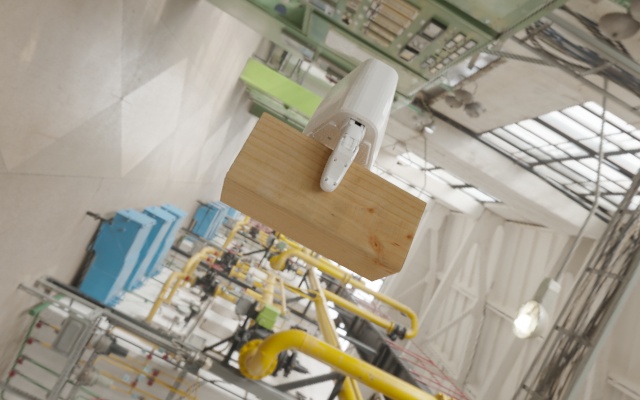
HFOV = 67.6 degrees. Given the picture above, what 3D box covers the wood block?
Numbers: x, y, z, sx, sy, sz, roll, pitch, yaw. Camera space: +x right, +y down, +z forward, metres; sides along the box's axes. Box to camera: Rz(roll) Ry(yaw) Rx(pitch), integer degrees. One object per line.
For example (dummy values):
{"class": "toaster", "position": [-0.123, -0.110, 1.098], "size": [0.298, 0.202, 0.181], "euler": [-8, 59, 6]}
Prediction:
{"class": "wood block", "position": [0.000, 0.001, 0.542], "size": [0.206, 0.090, 0.091], "euler": [28, -23, -5]}
